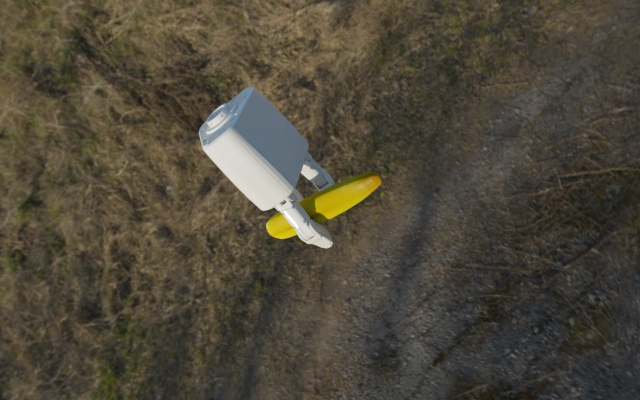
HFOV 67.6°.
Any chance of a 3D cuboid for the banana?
[{"bbox_3d":[-0.011,0.011,0.621,0.198,0.037,0.069,-25,11,39],"label":"banana"}]
